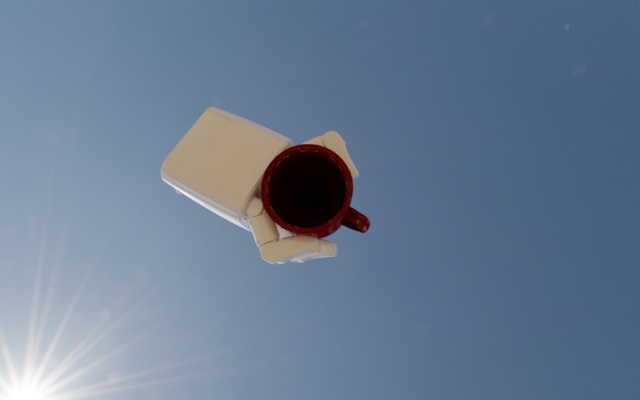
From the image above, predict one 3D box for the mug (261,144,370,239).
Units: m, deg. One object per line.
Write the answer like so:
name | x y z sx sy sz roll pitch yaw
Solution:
mug | 0.001 0.002 0.510 0.117 0.093 0.081 26 -10 10
